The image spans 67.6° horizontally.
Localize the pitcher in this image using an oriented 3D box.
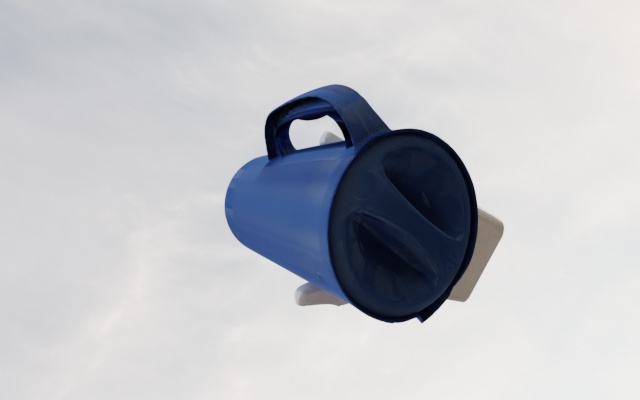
[{"bbox_3d":[0.000,0.001,0.420,0.145,0.149,0.243,18,-5,-31],"label":"pitcher"}]
